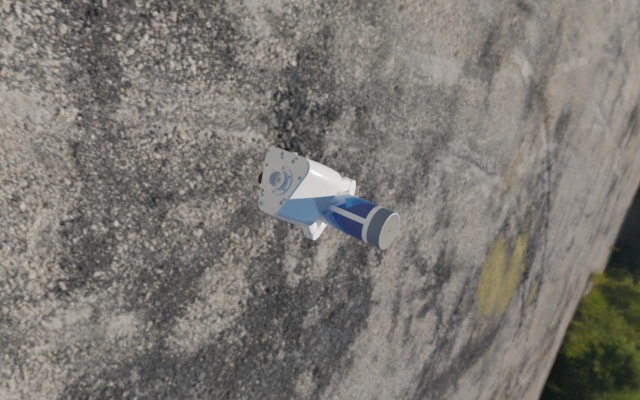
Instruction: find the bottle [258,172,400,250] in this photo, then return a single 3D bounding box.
[{"bbox_3d":[0.000,0.003,0.872,0.295,0.069,0.069,23,13,32],"label":"bottle"}]
